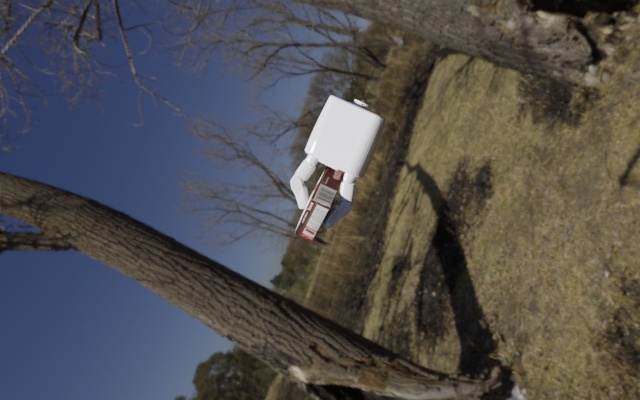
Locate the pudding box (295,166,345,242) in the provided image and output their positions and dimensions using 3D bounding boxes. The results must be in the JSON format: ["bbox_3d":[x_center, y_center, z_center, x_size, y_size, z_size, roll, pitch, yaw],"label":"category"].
[{"bbox_3d":[0.000,0.003,0.832,0.039,0.090,0.113,26,40,1],"label":"pudding box"}]
